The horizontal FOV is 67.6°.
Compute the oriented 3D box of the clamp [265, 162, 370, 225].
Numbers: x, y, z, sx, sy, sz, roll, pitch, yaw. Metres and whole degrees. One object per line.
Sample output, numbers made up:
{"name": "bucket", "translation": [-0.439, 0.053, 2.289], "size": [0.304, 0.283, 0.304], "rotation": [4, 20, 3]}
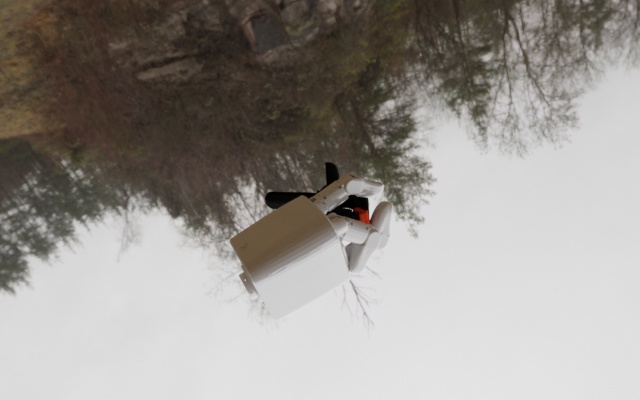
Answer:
{"name": "clamp", "translation": [0.000, 0.003, 0.640], "size": [0.120, 0.039, 0.171], "rotation": [-29, 30, -12]}
